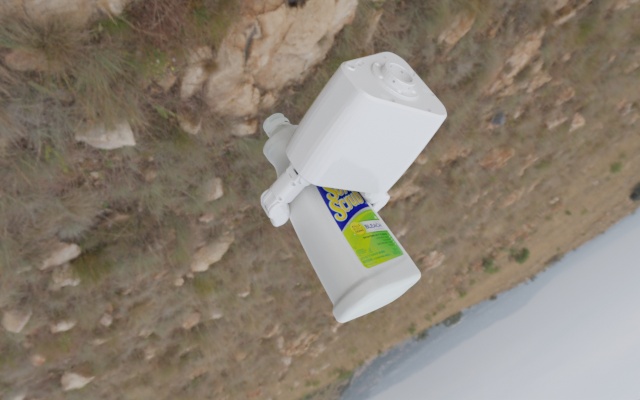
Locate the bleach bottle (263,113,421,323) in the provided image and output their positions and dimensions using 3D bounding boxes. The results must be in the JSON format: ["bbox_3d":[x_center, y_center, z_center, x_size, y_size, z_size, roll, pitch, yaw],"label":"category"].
[{"bbox_3d":[0.000,0.002,0.524,0.102,0.250,0.068,-9,-33,-44],"label":"bleach bottle"}]
